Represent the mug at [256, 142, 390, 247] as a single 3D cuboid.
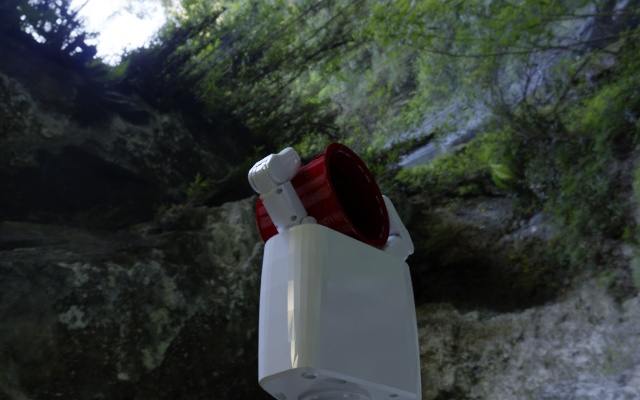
[{"bbox_3d":[0.000,0.000,0.415,0.081,0.117,0.093,-27,-48,27],"label":"mug"}]
